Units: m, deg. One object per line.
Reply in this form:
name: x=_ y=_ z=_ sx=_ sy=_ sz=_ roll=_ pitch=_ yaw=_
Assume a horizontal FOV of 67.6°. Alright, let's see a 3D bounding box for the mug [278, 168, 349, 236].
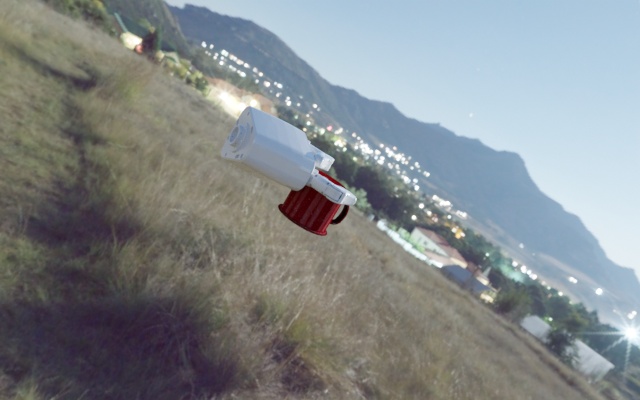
mug: x=0.001 y=0.003 z=0.780 sx=0.117 sy=0.081 sz=0.093 roll=24 pitch=13 yaw=-33
